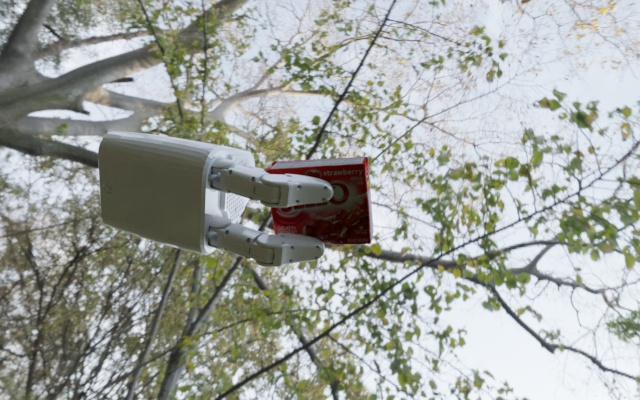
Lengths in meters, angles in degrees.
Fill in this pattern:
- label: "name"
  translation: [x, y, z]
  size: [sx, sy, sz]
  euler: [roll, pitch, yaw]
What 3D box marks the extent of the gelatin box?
- label: "gelatin box"
  translation: [0.000, 0.001, 0.423]
  size: [0.089, 0.073, 0.030]
  euler: [-2, 19, 12]
